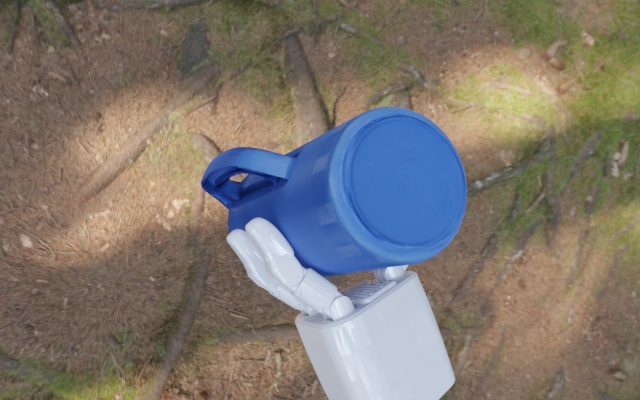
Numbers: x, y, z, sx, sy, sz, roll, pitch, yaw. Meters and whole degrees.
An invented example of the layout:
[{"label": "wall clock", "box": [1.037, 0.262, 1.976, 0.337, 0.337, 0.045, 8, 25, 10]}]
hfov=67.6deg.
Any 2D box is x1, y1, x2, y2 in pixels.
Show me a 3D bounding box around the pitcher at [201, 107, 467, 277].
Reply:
[{"label": "pitcher", "box": [0.000, 0.002, 0.416, 0.149, 0.145, 0.243, -22, 0, -25]}]
